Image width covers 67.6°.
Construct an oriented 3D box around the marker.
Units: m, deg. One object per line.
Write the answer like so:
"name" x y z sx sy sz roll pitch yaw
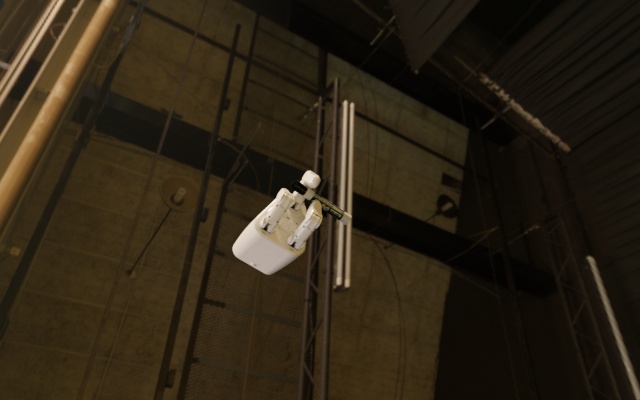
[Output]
"marker" 0.000 0.003 0.822 0.121 0.020 0.020 34 -9 -14
